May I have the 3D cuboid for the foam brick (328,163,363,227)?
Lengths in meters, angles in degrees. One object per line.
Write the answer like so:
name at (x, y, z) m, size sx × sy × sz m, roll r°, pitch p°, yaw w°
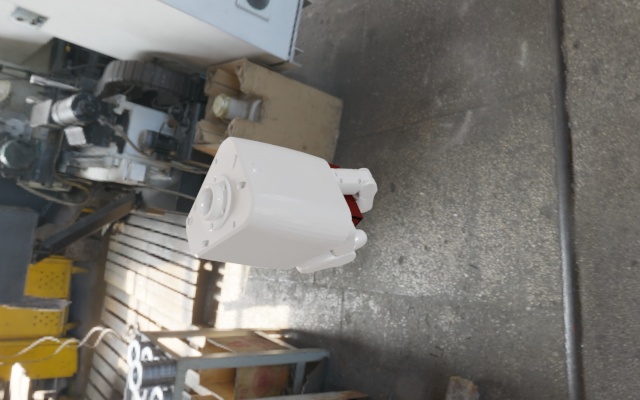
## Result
foam brick at (0.000, 0.002, 0.512) m, size 0.051 × 0.078 × 0.053 m, roll 12°, pitch -48°, yaw -39°
